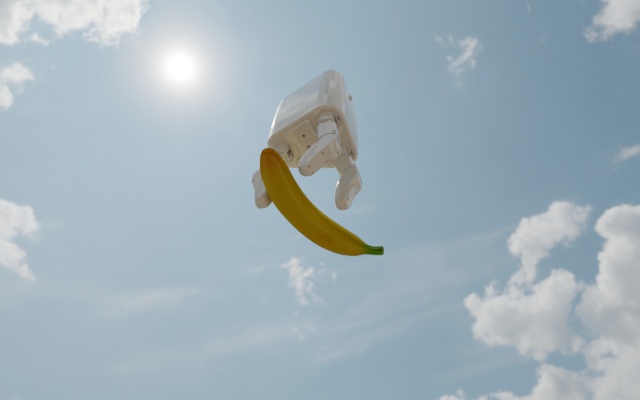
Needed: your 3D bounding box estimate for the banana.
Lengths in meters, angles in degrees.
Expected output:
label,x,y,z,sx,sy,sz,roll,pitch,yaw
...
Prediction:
label,x,y,z,sx,sy,sz,roll,pitch,yaw
banana,-0.011,0.012,0.571,0.070,0.037,0.198,-33,-60,33
